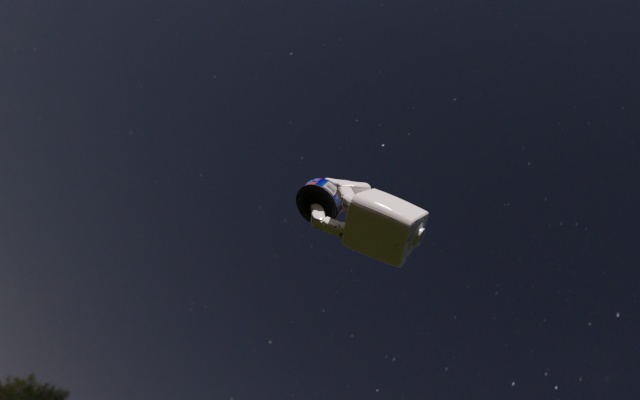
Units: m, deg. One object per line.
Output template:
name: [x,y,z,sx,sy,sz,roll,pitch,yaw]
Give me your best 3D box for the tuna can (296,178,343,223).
tuna can: [0.000,0.003,0.870,0.086,0.086,0.033,0,27,32]
